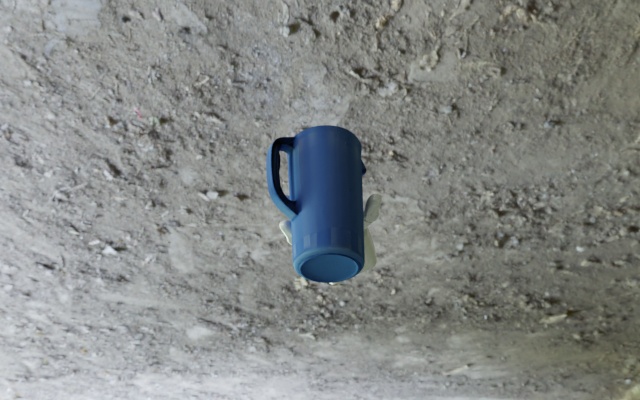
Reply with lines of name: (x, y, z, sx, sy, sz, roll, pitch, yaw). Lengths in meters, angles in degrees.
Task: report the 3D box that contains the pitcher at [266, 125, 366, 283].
pitcher: (0.000, 0.003, 0.776, 0.149, 0.242, 0.145, -10, -38, 11)
